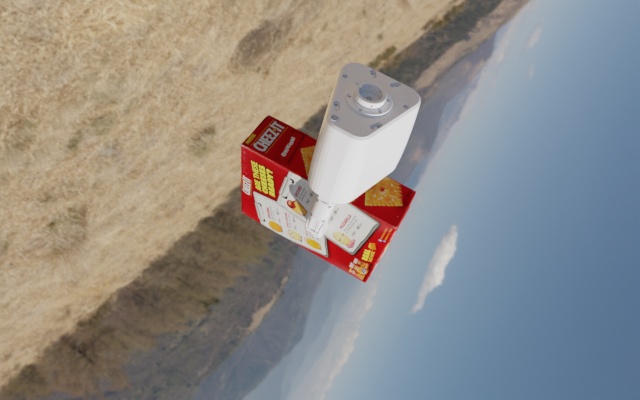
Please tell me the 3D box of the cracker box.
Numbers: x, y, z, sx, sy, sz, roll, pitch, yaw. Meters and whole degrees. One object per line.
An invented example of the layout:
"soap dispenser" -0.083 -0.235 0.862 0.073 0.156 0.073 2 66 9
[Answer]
"cracker box" 0.000 0.002 0.642 0.213 0.072 0.164 29 -32 10
